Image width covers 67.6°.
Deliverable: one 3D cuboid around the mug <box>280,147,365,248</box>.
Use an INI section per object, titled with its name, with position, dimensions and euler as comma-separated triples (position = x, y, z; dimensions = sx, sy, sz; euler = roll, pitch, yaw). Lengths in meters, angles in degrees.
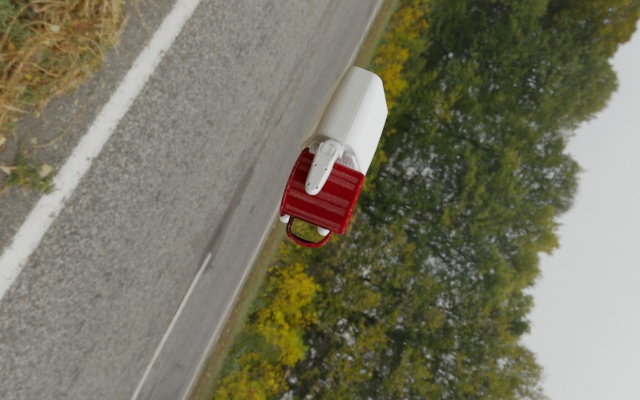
[mug]
position = 0.000, 0.003, 0.587
dimensions = 0.081, 0.117, 0.093
euler = 21, -14, 5
